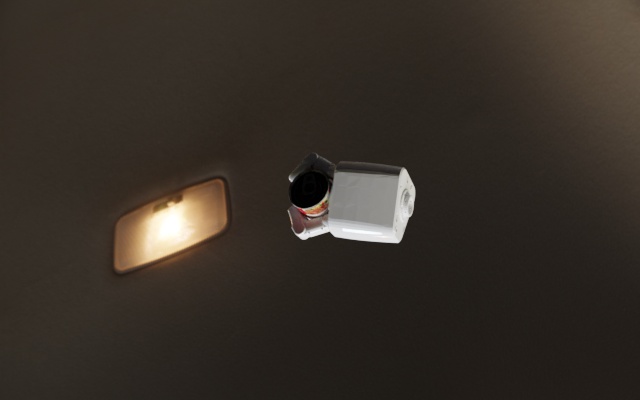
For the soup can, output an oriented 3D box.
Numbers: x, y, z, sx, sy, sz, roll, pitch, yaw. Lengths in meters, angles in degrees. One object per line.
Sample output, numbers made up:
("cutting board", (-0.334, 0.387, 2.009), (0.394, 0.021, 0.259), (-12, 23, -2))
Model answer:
("soup can", (0.000, 0.003, 0.778), (0.068, 0.068, 0.102), (0, -24, 24))
